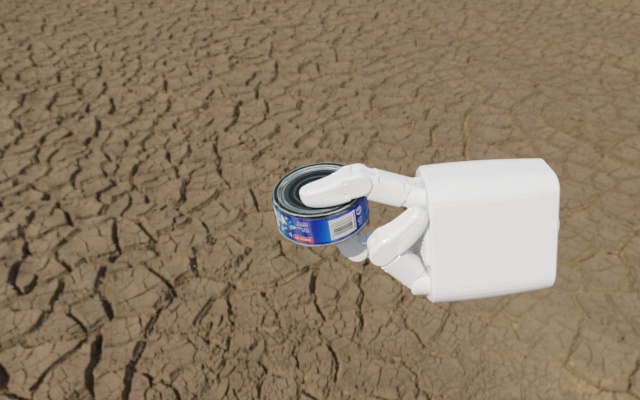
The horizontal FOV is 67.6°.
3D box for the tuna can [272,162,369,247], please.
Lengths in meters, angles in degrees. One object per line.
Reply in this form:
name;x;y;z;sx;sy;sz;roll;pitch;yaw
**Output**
tuna can;0.000;0.001;0.431;0.086;0.034;0.086;-6;36;5
